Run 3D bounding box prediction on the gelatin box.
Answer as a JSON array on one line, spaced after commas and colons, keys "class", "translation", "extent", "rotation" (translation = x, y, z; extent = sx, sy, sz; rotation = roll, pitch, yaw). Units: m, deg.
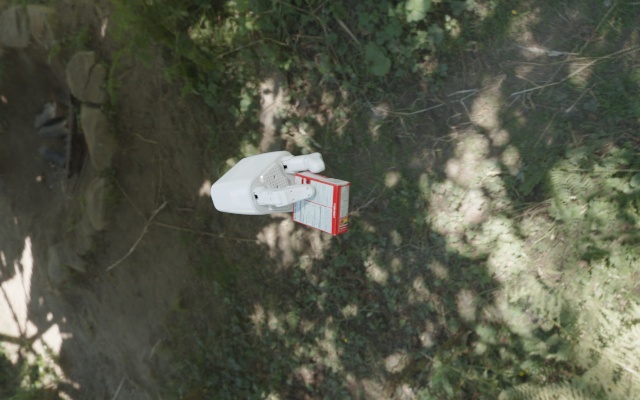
[{"class": "gelatin box", "translation": [0.000, 0.002, 0.686], "extent": [0.089, 0.073, 0.030], "rotation": [17, 22, 41]}]
